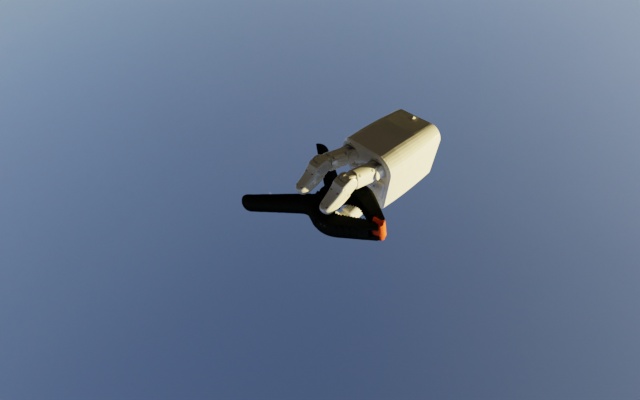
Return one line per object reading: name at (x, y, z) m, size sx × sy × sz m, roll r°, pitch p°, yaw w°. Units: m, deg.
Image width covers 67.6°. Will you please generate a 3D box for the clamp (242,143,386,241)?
clamp at (0.001, 0.003, 0.664) m, size 0.164 × 0.036 × 0.210 m, roll -34°, pitch 47°, yaw -21°
